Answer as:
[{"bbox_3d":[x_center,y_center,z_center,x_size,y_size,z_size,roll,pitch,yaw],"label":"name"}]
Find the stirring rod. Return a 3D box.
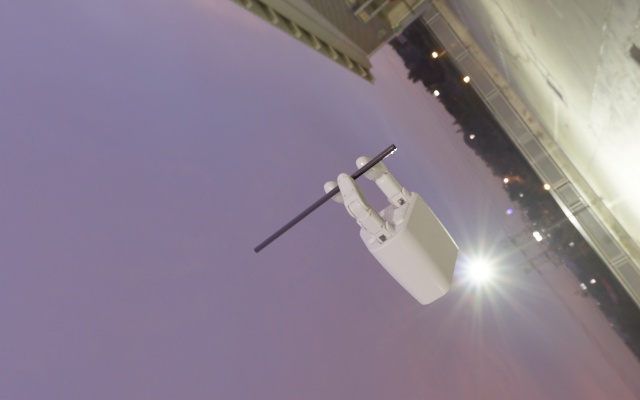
[{"bbox_3d":[0.000,0.002,0.621,0.239,0.011,0.011,-37,-15,21],"label":"stirring rod"}]
